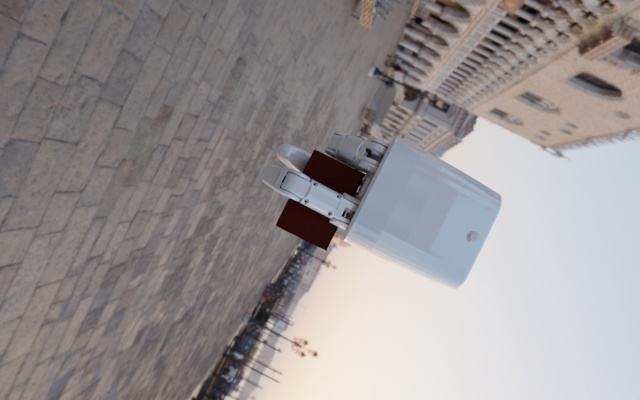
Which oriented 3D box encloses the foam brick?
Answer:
[{"bbox_3d":[0.000,0.002,0.438,0.051,0.078,0.053,27,-3,2],"label":"foam brick"}]
